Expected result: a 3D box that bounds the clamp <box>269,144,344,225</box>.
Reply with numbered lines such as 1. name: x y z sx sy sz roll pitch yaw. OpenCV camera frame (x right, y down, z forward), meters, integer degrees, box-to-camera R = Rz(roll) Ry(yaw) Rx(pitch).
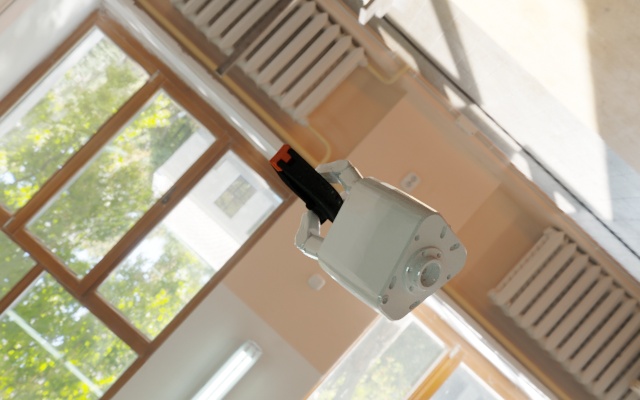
1. clamp: -0.001 0.002 0.609 0.210 0.036 0.164 46 -11 -36
